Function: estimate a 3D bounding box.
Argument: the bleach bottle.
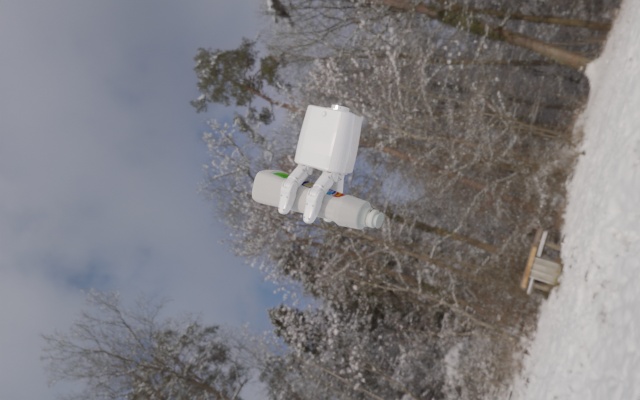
[{"bbox_3d":[0.000,0.003,0.870,0.251,0.068,0.102,17,8,30],"label":"bleach bottle"}]
